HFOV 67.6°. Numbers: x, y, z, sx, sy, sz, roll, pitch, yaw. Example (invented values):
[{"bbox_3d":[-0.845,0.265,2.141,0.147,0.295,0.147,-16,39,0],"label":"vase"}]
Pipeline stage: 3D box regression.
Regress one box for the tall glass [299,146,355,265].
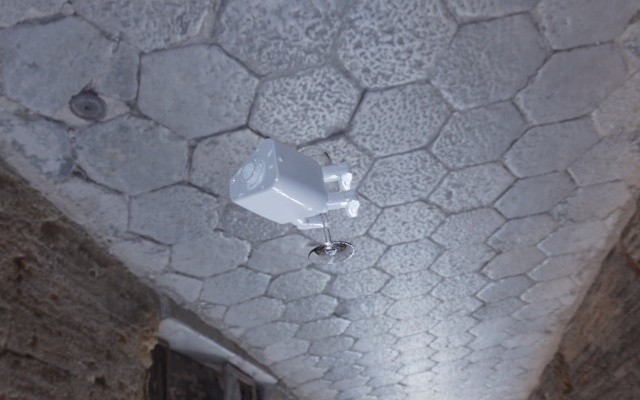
[{"bbox_3d":[0.000,0.003,0.803,0.079,0.201,0.079,-8,-34,-5],"label":"tall glass"}]
